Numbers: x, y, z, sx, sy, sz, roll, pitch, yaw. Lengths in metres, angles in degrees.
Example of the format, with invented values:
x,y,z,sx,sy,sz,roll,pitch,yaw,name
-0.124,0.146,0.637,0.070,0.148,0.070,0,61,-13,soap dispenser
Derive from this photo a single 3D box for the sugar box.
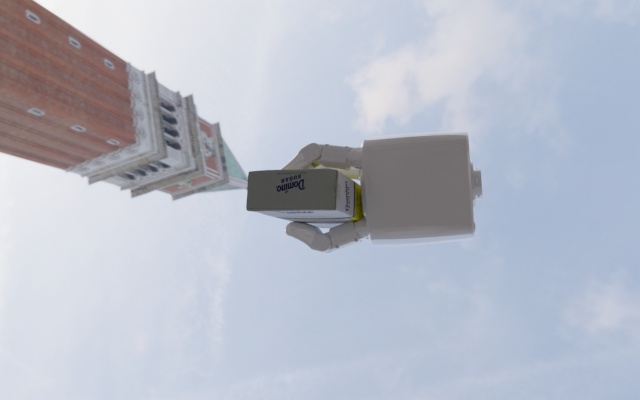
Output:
x,y,z,sx,sy,sz,roll,pitch,yaw,name
0.000,0.001,0.523,0.093,0.048,0.176,-1,-10,18,sugar box
